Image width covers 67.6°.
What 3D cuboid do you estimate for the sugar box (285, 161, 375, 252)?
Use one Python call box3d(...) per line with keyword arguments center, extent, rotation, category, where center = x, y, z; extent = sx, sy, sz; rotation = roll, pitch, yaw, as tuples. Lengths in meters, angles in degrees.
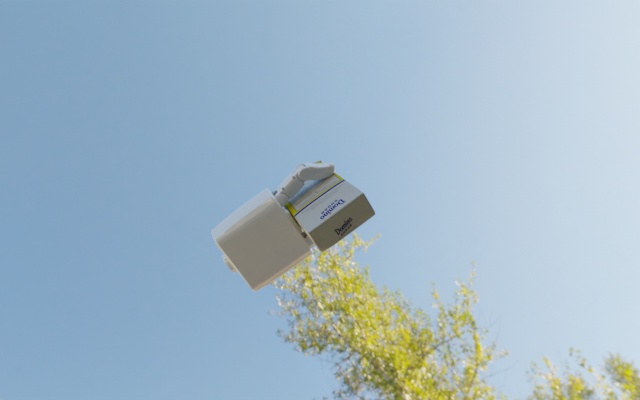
box3d(center=(0.000, 0.003, 0.705), extent=(0.093, 0.048, 0.176), rotation=(-36, 30, -5), category="sugar box")
